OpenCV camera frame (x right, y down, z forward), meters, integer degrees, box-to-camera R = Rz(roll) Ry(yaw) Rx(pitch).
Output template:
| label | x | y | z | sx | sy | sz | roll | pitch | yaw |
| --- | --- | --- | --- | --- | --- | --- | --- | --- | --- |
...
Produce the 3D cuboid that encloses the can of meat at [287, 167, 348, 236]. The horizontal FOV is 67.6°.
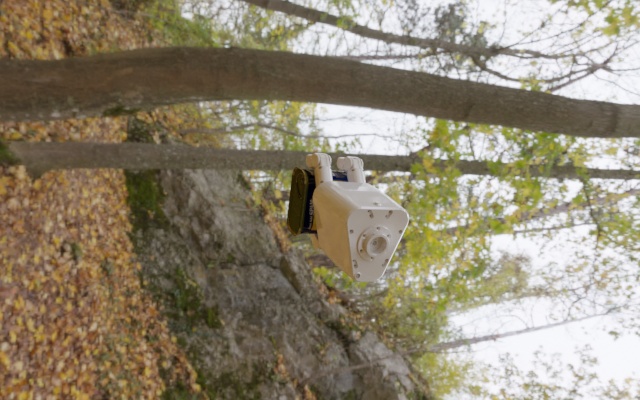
| label | x | y | z | sx | sy | sz | roll | pitch | yaw |
| --- | --- | --- | --- | --- | --- | --- | --- | --- | --- |
| can of meat | 0.000 | 0.002 | 0.734 | 0.084 | 0.102 | 0.057 | 2 | 14 | -23 |
